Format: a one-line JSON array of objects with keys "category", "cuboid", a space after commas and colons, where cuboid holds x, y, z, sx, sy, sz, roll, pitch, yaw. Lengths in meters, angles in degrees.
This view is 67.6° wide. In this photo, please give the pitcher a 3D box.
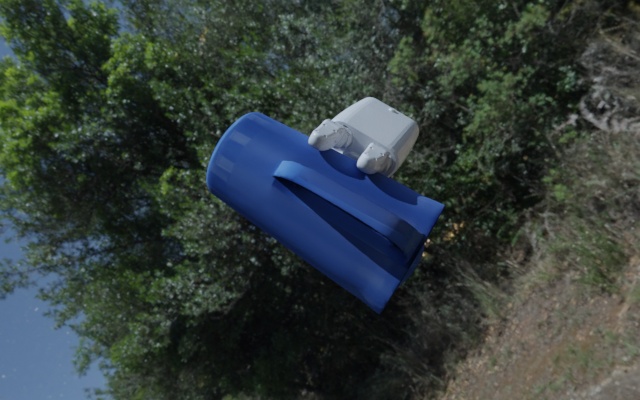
[{"category": "pitcher", "cuboid": [0.000, 0.002, 0.513, 0.243, 0.149, 0.145, 31, 38, 10]}]
